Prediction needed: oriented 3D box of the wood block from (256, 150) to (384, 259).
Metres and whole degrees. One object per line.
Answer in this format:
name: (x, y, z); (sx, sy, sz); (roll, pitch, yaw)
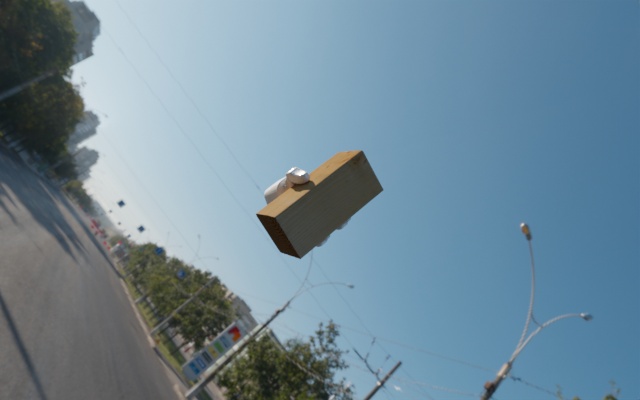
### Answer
wood block: (0.000, 0.002, 0.865); (0.206, 0.091, 0.090); (-39, 20, -22)
